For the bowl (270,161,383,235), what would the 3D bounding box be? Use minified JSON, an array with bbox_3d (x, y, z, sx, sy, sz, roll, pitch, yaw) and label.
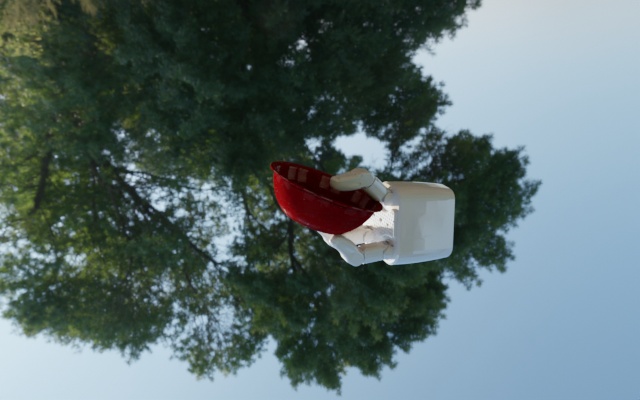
[{"bbox_3d":[-0.001,0.002,0.647,0.162,0.055,0.162,21,13,-5],"label":"bowl"}]
